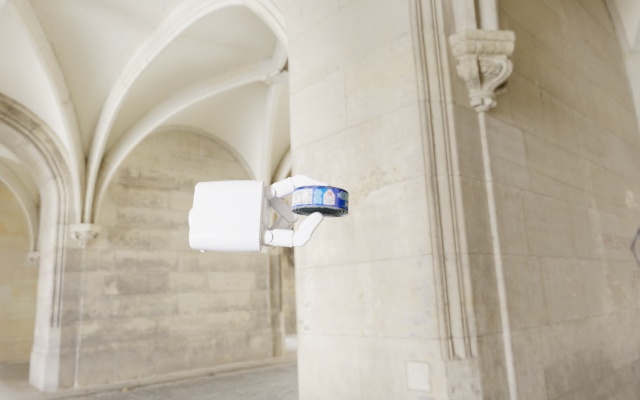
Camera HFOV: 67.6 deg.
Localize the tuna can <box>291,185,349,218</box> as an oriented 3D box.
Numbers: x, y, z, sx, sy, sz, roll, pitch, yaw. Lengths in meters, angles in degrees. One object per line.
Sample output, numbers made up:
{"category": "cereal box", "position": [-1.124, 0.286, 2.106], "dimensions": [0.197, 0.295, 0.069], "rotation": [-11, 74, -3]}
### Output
{"category": "tuna can", "position": [0.000, 0.002, 0.713], "dimensions": [0.086, 0.033, 0.086], "rotation": [3, -11, 1]}
